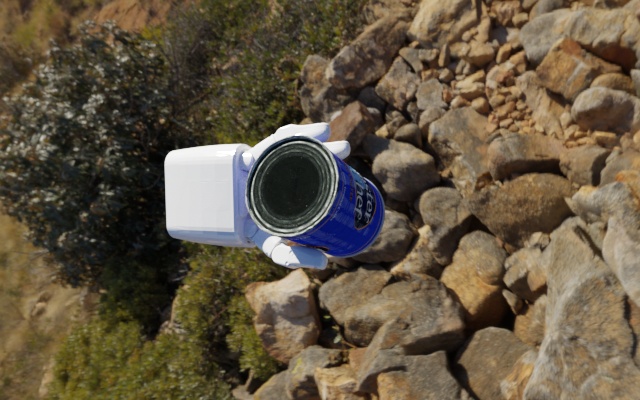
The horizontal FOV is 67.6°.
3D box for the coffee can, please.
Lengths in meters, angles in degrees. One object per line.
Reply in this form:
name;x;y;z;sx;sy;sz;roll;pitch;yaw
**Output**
coffee can;0.000;0.002;0.518;0.103;0.102;0.140;0;-14;26
